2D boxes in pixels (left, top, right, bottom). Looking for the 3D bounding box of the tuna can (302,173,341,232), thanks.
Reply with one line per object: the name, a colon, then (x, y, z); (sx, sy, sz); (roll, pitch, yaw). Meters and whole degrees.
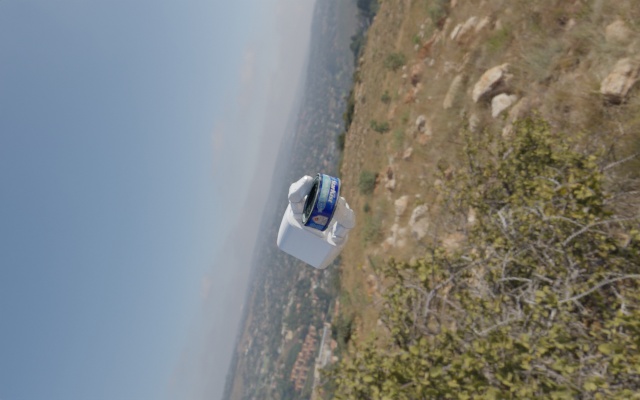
tuna can: (0.000, 0.002, 0.729); (0.034, 0.086, 0.086); (17, -4, -11)
